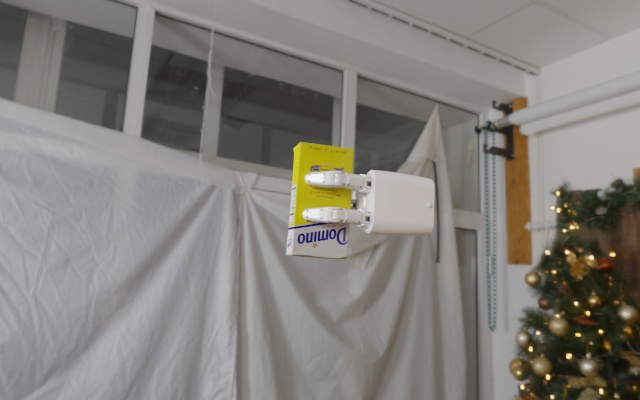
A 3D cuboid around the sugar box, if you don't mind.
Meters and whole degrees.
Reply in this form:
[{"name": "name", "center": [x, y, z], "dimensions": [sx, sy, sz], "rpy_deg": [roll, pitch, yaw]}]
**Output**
[{"name": "sugar box", "center": [0.000, 0.002, 0.754], "dimensions": [0.093, 0.176, 0.048], "rpy_deg": [5, -10, -16]}]
